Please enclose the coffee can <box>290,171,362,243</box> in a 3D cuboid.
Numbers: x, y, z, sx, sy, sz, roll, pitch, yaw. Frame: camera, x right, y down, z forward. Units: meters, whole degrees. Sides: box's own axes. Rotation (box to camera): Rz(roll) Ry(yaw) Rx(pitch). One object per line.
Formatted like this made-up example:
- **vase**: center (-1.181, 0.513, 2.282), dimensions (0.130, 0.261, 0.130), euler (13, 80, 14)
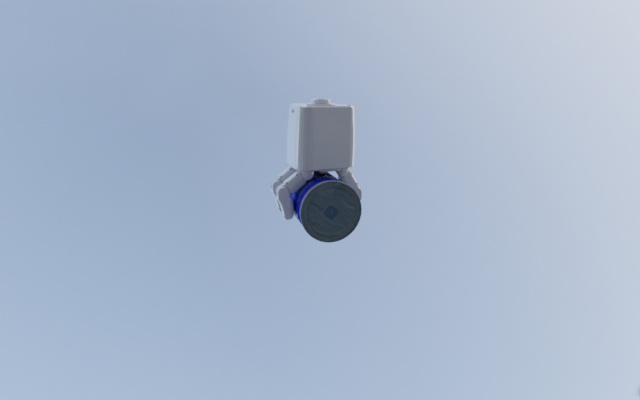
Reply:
- **coffee can**: center (0.000, 0.003, 0.830), dimensions (0.103, 0.103, 0.140), euler (0, 14, -15)
